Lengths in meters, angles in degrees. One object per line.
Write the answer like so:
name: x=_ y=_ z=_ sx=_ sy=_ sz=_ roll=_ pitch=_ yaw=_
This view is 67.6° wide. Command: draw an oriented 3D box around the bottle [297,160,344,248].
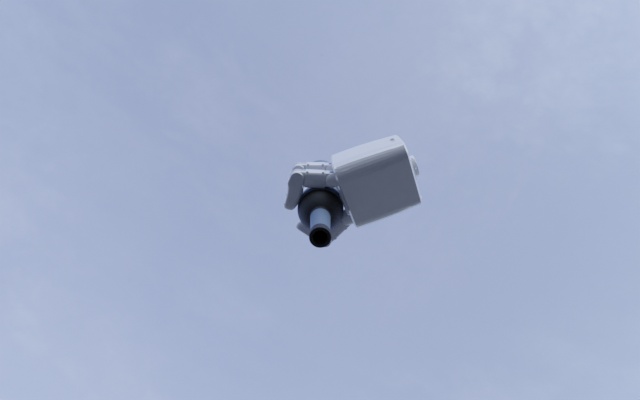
bottle: x=0.000 y=0.002 z=0.720 sx=0.069 sy=0.069 sz=0.295 roll=0 pitch=17 yaw=0
